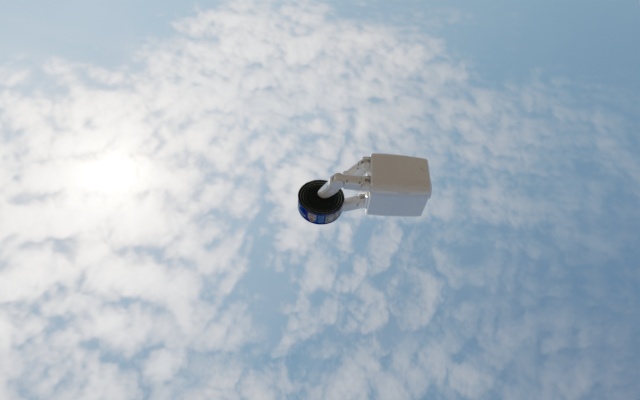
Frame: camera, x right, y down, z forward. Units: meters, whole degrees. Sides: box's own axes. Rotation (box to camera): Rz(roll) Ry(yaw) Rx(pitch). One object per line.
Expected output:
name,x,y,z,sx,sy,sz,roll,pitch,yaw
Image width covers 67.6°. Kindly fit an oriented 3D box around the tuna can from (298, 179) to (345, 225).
tuna can,0.000,0.003,0.881,0.086,0.086,0.034,0,-42,-6
